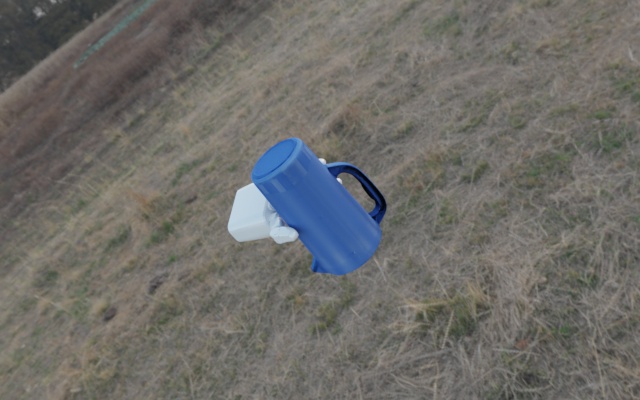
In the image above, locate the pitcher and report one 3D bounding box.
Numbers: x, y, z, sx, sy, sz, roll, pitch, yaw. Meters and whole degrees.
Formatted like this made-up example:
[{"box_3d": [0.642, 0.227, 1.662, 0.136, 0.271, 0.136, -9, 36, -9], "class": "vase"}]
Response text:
[{"box_3d": [0.000, 0.003, 0.842, 0.145, 0.149, 0.243, -16, -53, 38], "class": "pitcher"}]
